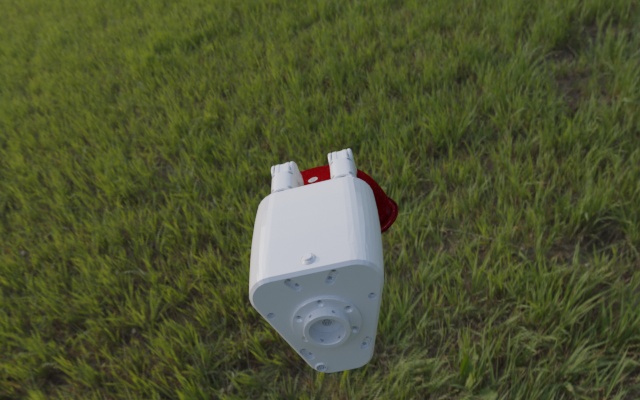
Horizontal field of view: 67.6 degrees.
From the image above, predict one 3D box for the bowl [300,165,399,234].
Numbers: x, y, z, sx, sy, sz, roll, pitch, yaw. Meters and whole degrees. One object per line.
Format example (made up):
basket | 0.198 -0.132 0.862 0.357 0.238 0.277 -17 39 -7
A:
bowl | 0.000 0.001 0.520 0.162 0.055 0.162 -13 19 5
